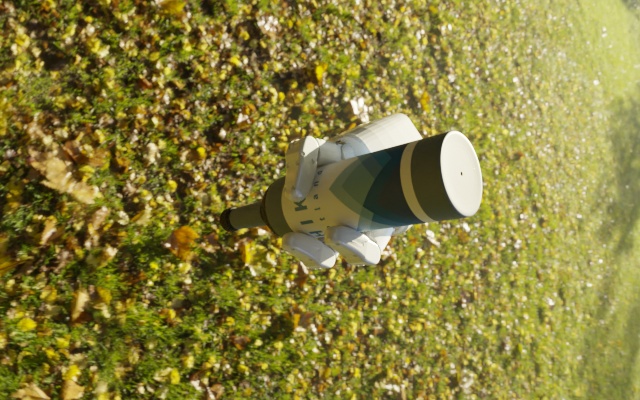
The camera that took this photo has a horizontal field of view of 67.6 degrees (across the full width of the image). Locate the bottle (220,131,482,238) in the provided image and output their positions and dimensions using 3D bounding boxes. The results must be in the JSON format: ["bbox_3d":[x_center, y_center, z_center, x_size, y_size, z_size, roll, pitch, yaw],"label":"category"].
[{"bbox_3d":[0.000,0.001,0.457,0.296,0.069,0.069,-11,-8,42],"label":"bottle"}]
